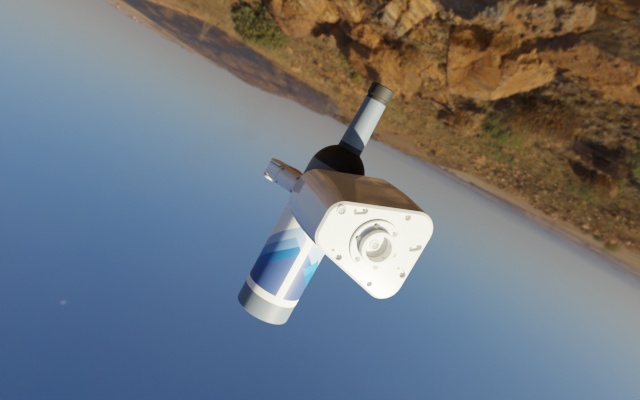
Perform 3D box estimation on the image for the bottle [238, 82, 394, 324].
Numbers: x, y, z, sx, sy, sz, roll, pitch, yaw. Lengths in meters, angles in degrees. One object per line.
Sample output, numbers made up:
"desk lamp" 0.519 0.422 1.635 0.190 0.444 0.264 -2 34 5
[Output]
"bottle" 0.000 0.002 0.552 0.069 0.296 0.069 28 9 -5
